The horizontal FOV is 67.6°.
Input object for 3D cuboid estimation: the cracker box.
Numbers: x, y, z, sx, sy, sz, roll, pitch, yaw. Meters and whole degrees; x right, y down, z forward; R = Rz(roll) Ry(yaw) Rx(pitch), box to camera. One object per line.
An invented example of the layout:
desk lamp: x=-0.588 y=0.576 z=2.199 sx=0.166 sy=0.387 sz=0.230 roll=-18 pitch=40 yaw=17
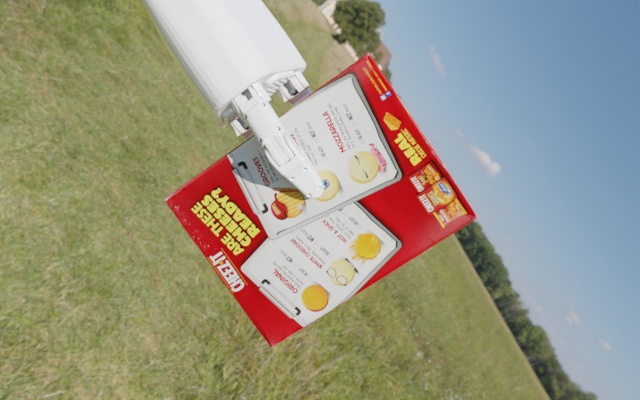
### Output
cracker box: x=0.000 y=0.001 z=0.430 sx=0.214 sy=0.164 sz=0.072 roll=-34 pitch=4 yaw=9
